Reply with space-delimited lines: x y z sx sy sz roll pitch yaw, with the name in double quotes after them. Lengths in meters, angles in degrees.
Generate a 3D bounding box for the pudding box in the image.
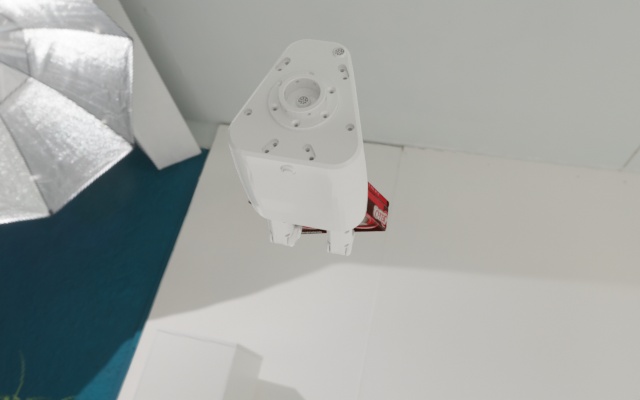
0.000 0.001 0.480 0.113 0.039 0.090 -2 -27 35 "pudding box"
